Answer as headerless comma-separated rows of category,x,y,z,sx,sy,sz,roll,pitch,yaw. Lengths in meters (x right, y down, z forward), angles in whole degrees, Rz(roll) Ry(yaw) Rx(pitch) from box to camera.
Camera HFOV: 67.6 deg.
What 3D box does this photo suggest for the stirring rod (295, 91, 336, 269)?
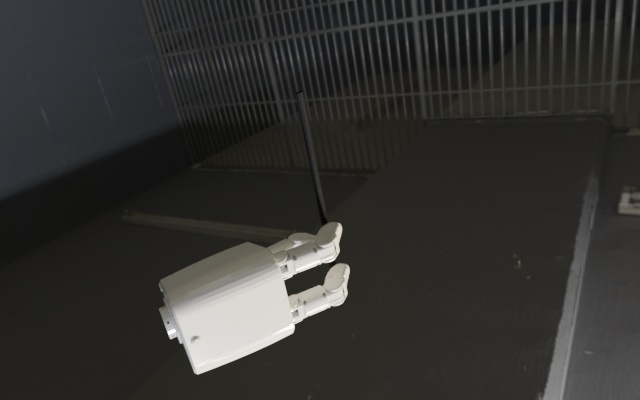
stirring rod,0.000,0.002,0.519,0.011,0.240,0.011,-9,23,4
